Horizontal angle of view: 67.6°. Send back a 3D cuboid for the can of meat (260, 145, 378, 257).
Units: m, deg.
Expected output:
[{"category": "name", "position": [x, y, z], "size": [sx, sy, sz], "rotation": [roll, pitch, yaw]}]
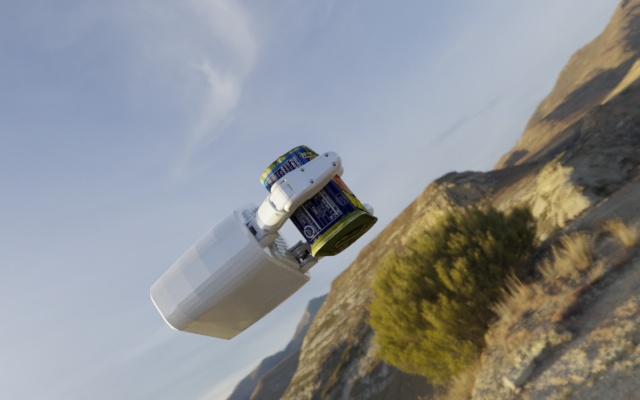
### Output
[{"category": "can of meat", "position": [0.000, 0.001, 0.438], "size": [0.057, 0.084, 0.102], "rotation": [-41, -15, 8]}]
